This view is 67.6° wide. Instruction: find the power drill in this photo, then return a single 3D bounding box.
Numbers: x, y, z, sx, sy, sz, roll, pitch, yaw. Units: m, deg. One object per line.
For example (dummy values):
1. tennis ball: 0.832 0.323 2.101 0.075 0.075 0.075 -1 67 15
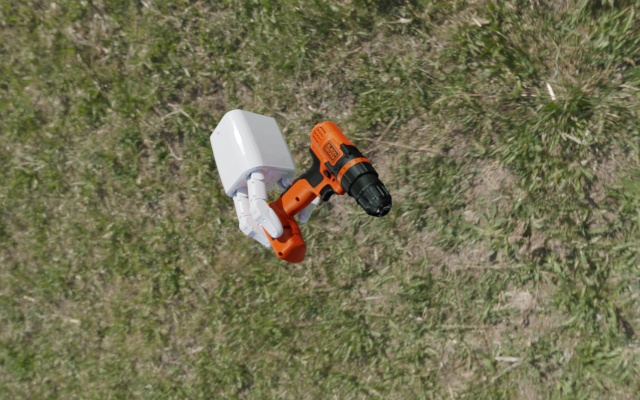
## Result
1. power drill: 0.000 0.002 0.690 0.057 0.188 0.184 23 26 -47
